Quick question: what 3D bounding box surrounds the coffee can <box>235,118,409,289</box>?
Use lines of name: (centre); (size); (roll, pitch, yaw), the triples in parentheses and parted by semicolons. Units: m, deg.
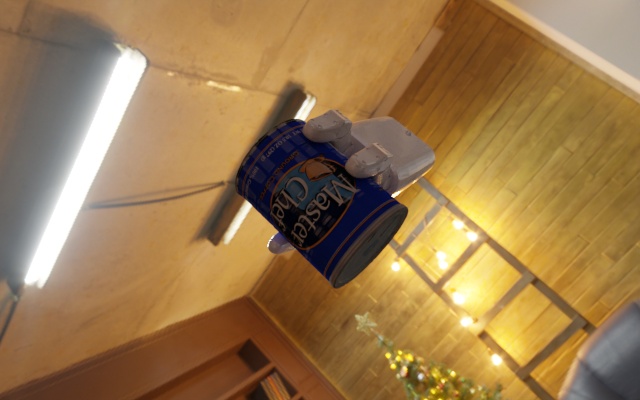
coffee can: (0.000, 0.002, 0.472); (0.140, 0.103, 0.103); (42, 16, 18)
